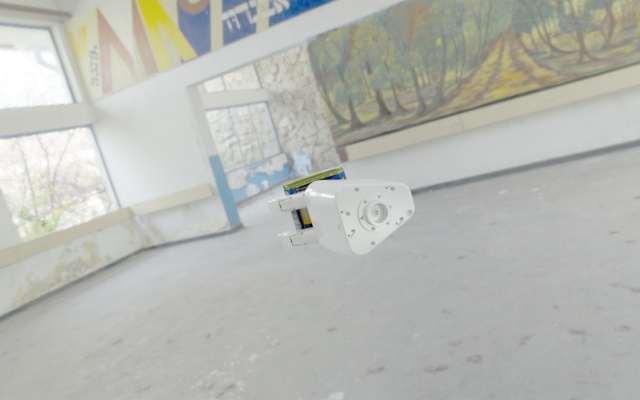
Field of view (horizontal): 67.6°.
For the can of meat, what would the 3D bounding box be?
[{"bbox_3d":[0.000,0.002,0.739,0.102,0.084,0.057,-19,10,-15],"label":"can of meat"}]
